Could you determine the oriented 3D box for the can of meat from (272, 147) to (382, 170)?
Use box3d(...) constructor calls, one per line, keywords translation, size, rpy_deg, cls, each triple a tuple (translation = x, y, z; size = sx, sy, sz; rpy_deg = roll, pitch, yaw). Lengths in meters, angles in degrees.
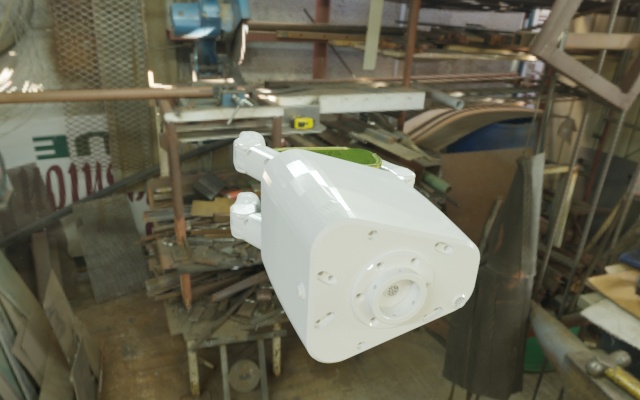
box3d(translation=(0.000, 0.001, 0.409), size=(0.102, 0.084, 0.057), rpy_deg=(-3, 24, -14), cls="can of meat")
